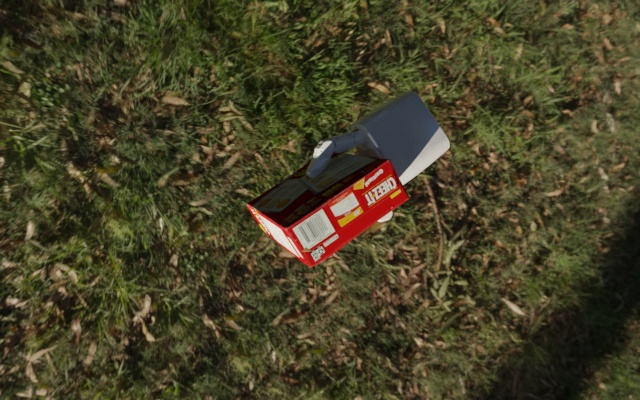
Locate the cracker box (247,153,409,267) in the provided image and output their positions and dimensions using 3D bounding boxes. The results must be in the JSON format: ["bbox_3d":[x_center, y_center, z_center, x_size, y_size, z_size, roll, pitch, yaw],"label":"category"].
[{"bbox_3d":[0.000,0.002,0.692,0.164,0.072,0.213,-34,18,-14],"label":"cracker box"}]
